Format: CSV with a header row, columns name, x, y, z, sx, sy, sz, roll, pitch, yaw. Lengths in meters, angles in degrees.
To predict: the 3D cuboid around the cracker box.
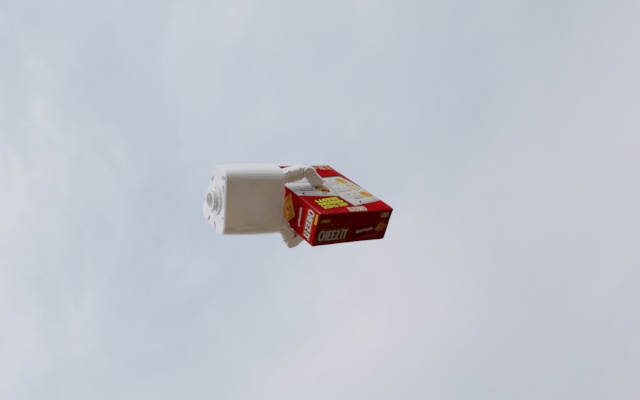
name,x,y,z,sx,sy,sz,roll,pitch,yaw
cracker box,0.000,0.003,0.885,0.164,0.072,0.213,-3,27,-35
